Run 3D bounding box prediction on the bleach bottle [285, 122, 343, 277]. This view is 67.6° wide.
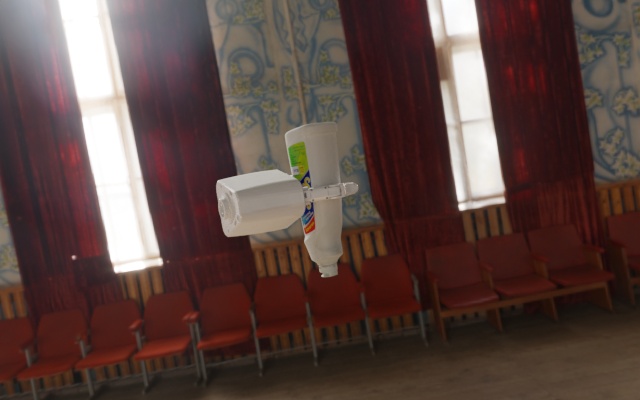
[{"bbox_3d":[0.000,0.003,0.798,0.068,0.251,0.102,-10,2,-28],"label":"bleach bottle"}]
